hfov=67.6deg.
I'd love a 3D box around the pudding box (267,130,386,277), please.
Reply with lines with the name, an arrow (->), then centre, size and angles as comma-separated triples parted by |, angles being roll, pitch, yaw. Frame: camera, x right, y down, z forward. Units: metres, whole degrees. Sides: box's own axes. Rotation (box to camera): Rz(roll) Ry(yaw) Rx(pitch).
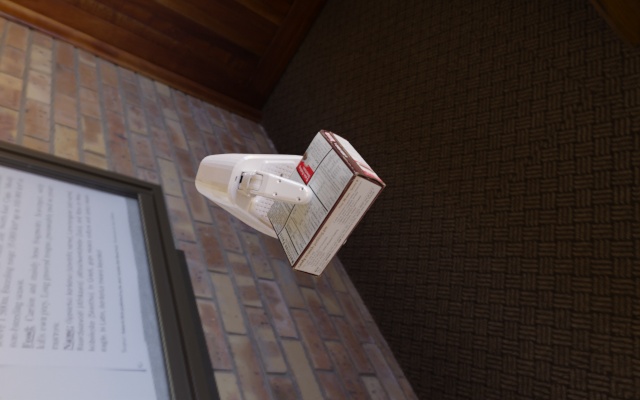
pudding box -> 0.000, 0.001, 0.457 | 0.039, 0.113, 0.090 | 18, 25, -34
